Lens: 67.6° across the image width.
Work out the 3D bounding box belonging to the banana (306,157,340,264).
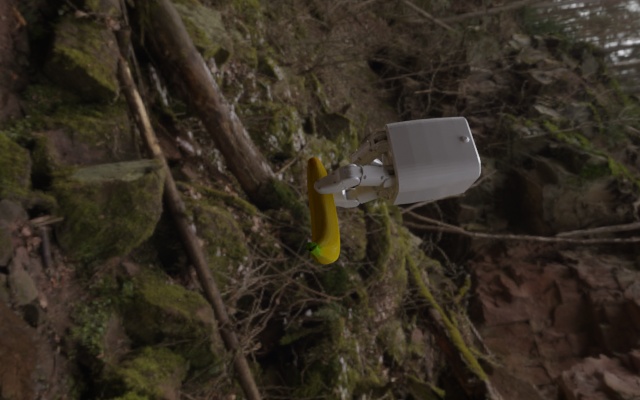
[{"bbox_3d":[0.003,0.019,0.618,0.037,0.070,0.197,-8,35,3],"label":"banana"}]
